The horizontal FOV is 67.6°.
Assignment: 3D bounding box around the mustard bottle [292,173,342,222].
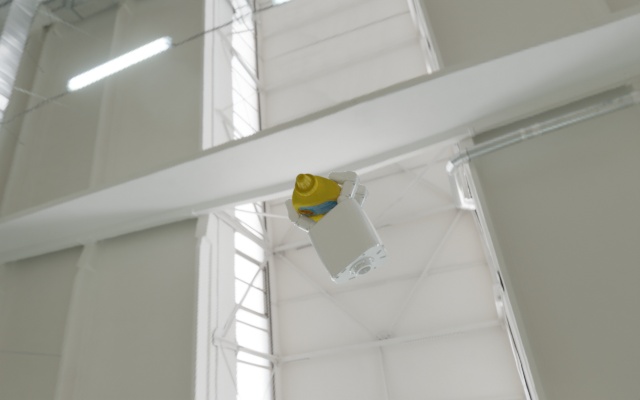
[{"bbox_3d":[0.000,0.003,0.897,0.096,0.058,0.192,-11,-29,18],"label":"mustard bottle"}]
